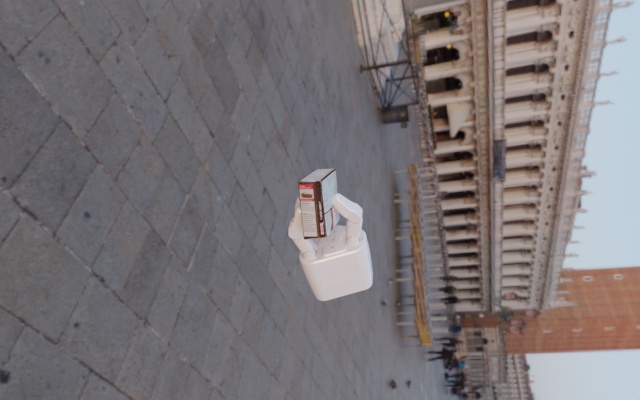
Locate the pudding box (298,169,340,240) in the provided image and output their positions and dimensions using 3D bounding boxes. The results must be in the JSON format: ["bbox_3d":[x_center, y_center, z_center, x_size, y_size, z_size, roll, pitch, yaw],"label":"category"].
[{"bbox_3d":[0.000,0.002,0.745,0.039,0.090,0.113,-4,12,13],"label":"pudding box"}]
